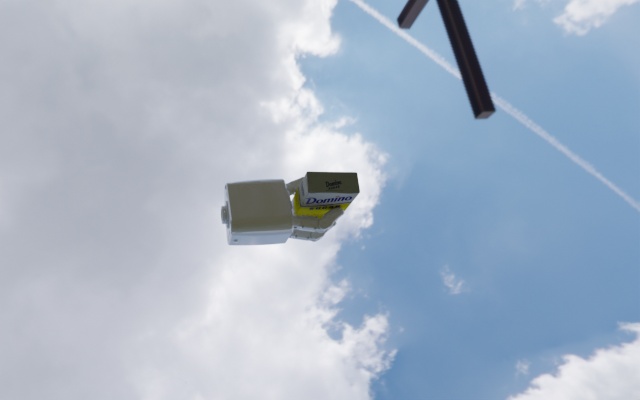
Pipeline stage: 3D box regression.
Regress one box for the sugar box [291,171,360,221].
[{"bbox_3d":[0.000,0.003,0.872,0.093,0.048,0.176,0,-20,-15],"label":"sugar box"}]
